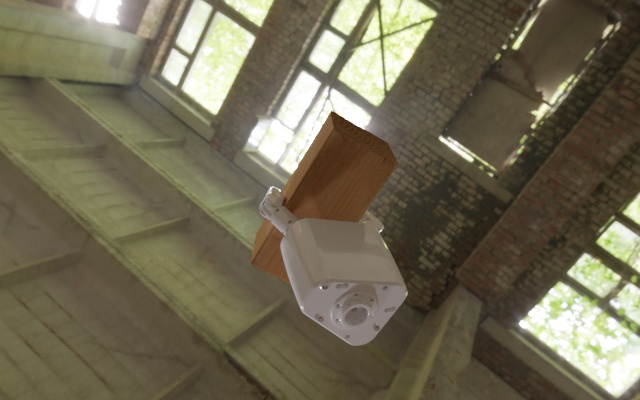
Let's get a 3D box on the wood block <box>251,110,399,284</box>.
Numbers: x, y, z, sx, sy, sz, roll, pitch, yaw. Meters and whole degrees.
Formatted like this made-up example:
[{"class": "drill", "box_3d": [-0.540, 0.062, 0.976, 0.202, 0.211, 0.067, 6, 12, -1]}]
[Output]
[{"class": "wood block", "box_3d": [0.000, 0.002, 0.616, 0.091, 0.206, 0.090, 28, 21, -13]}]
